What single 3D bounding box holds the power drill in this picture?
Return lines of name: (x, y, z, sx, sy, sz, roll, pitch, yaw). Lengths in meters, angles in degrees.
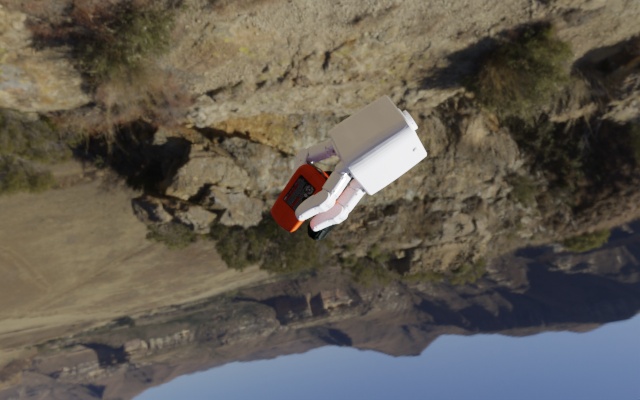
power drill: (0.000, 0.002, 0.793, 0.057, 0.184, 0.187, 42, 22, 19)
